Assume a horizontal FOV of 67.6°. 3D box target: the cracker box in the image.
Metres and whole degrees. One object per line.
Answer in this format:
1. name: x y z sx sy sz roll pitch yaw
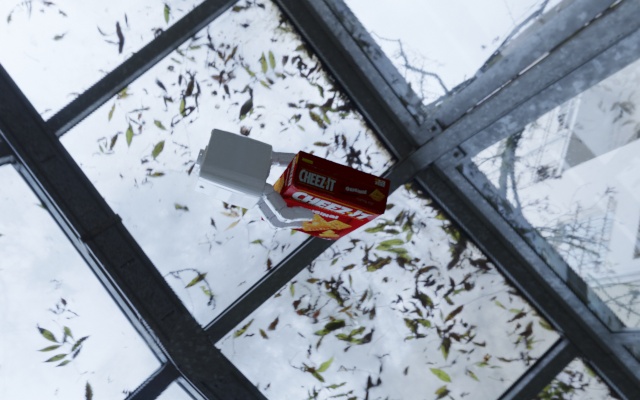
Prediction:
1. cracker box: 0.000 0.003 0.851 0.164 0.072 0.214 17 -21 -15
